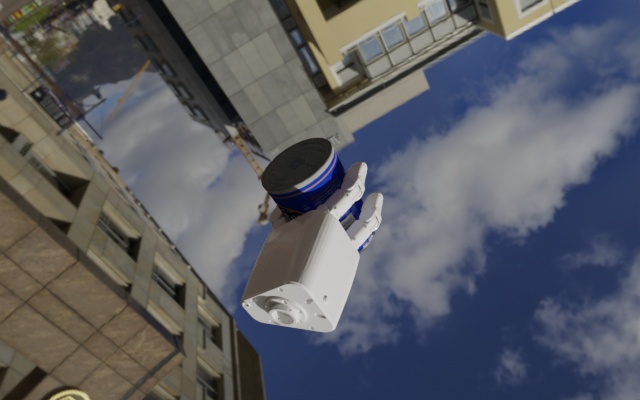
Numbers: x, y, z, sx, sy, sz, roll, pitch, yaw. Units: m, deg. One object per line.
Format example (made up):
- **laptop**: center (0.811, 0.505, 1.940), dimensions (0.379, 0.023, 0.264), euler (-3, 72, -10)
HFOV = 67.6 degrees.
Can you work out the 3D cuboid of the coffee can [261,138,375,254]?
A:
- **coffee can**: center (0.000, 0.002, 0.640), dimensions (0.103, 0.140, 0.102), euler (-22, 34, 16)
